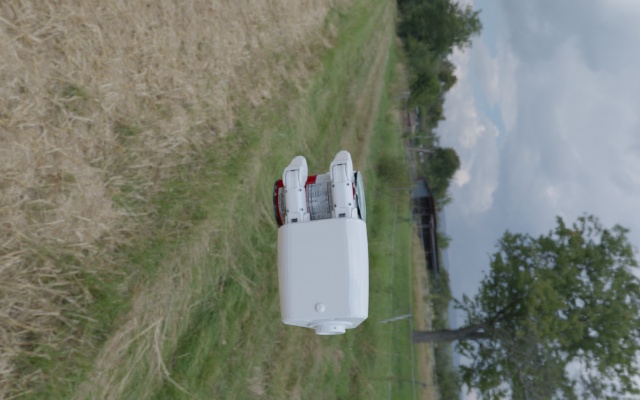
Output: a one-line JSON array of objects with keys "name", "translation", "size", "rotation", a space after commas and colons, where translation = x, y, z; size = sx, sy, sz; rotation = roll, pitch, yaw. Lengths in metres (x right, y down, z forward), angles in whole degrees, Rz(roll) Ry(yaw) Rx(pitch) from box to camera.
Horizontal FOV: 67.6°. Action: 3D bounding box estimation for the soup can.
[{"name": "soup can", "translation": [0.000, 0.001, 0.583], "size": [0.102, 0.068, 0.068], "rotation": [-6, -1, 12]}]
